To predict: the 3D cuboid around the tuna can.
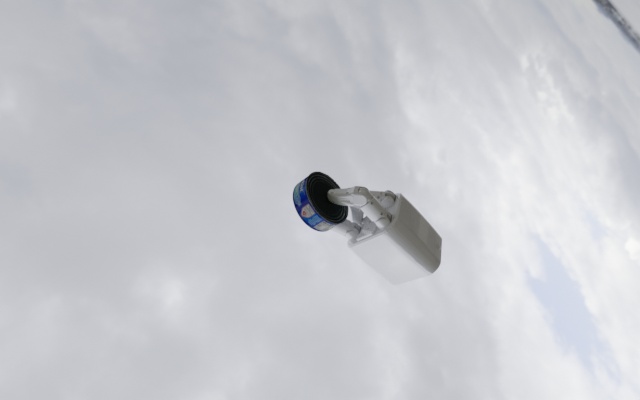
[{"bbox_3d":[0.000,0.003,0.705,0.034,0.086,0.086,-33,-20,35],"label":"tuna can"}]
